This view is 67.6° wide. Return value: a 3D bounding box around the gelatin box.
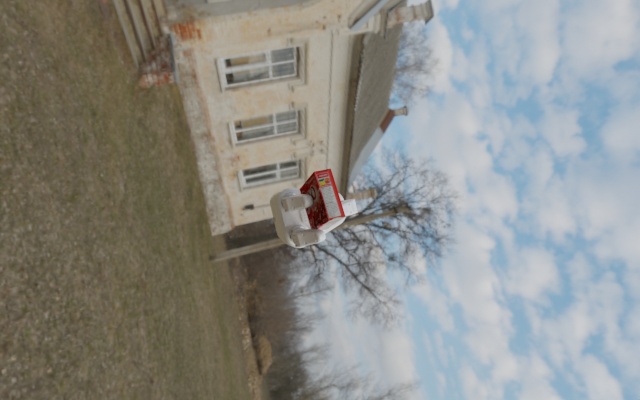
[{"bbox_3d":[0.001,0.002,0.698,0.030,0.073,0.089,-13,-10,-20],"label":"gelatin box"}]
